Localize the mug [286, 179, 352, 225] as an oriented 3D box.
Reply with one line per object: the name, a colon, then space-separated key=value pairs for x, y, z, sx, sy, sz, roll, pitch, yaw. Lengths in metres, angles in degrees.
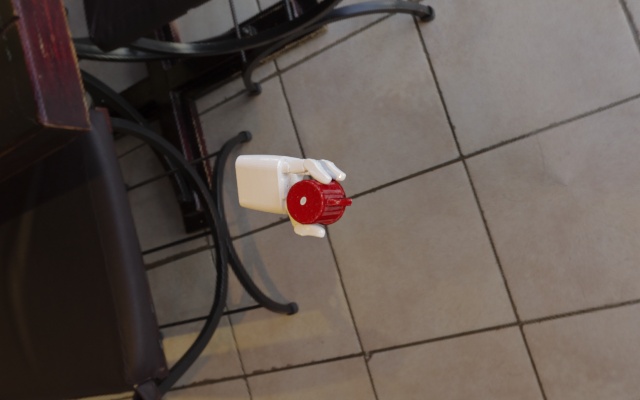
mug: x=0.001 y=0.003 z=0.880 sx=0.117 sy=0.093 sz=0.081 roll=4 pitch=4 yaw=28
